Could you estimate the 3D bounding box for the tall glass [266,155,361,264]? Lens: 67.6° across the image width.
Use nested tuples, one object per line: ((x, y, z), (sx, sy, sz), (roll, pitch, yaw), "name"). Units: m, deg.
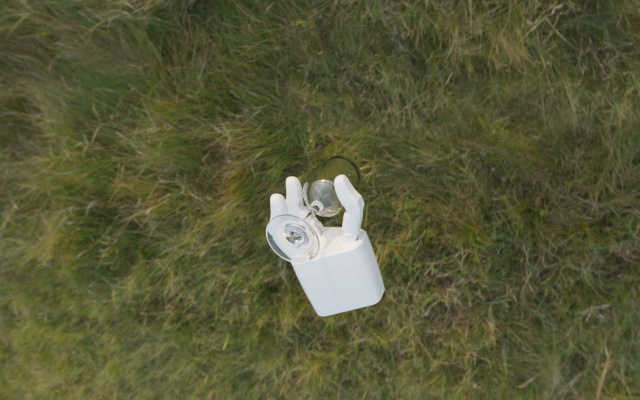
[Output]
((0.000, 0.002, 0.684), (0.079, 0.079, 0.201), (0, 29, 24), "tall glass")
